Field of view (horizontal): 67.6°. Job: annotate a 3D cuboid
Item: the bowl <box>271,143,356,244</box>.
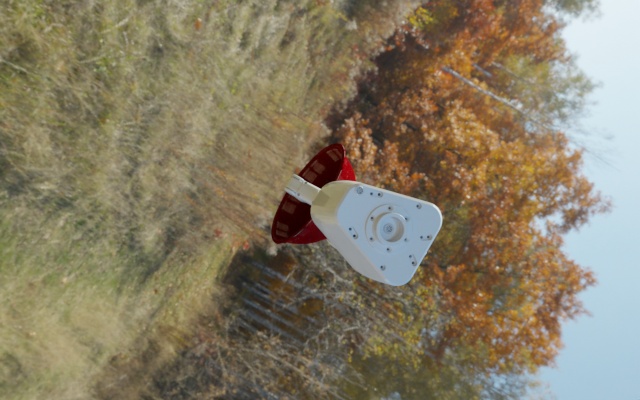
[{"bbox_3d":[0.000,0.002,0.661,0.055,0.162,0.162,34,-14,-21],"label":"bowl"}]
